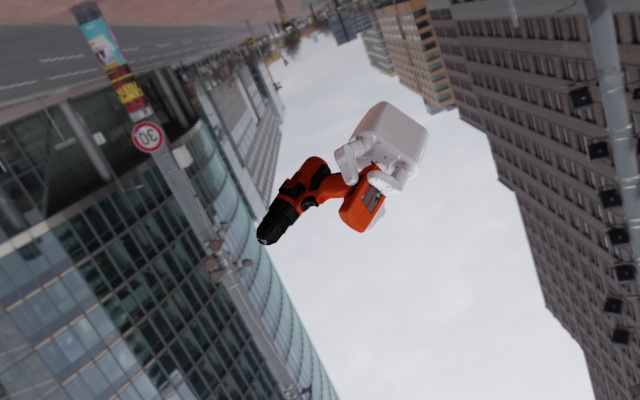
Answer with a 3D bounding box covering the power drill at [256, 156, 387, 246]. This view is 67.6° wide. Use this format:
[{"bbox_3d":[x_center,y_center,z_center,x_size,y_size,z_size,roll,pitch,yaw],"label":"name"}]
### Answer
[{"bbox_3d":[0.001,0.002,0.746,0.187,0.184,0.057,6,-37,44],"label":"power drill"}]
